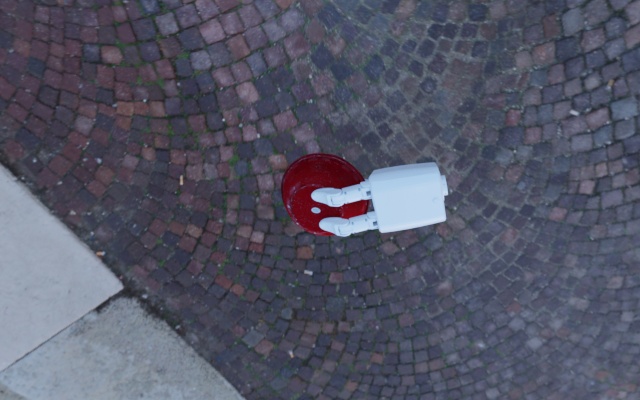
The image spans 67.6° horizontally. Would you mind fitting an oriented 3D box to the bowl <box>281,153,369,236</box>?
[{"bbox_3d":[-0.001,0.003,0.819,0.162,0.162,0.055,0,27,17],"label":"bowl"}]
